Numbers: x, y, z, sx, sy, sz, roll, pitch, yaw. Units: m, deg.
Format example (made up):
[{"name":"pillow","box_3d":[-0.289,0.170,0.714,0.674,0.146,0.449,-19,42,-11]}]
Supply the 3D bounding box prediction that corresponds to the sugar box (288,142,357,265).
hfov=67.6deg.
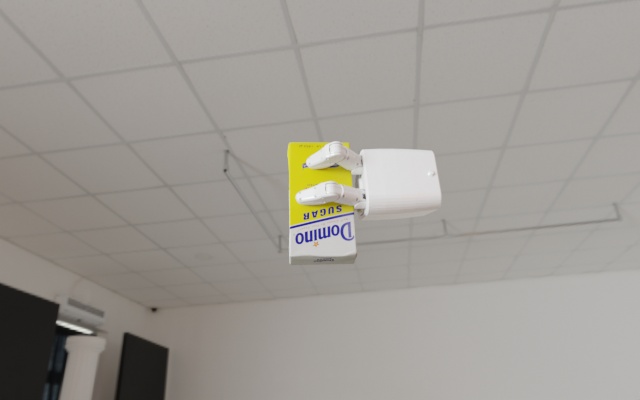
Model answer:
[{"name":"sugar box","box_3d":[0.000,0.002,0.683,0.093,0.176,0.048,-1,-26,-4]}]
